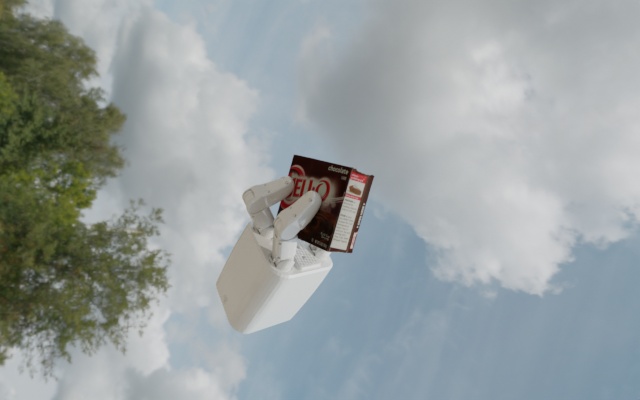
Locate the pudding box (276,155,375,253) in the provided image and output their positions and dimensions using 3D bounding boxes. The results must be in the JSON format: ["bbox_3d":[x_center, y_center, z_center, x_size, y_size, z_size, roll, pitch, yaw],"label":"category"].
[{"bbox_3d":[0.000,0.002,0.530,0.039,0.090,0.113,13,3,-40],"label":"pudding box"}]
